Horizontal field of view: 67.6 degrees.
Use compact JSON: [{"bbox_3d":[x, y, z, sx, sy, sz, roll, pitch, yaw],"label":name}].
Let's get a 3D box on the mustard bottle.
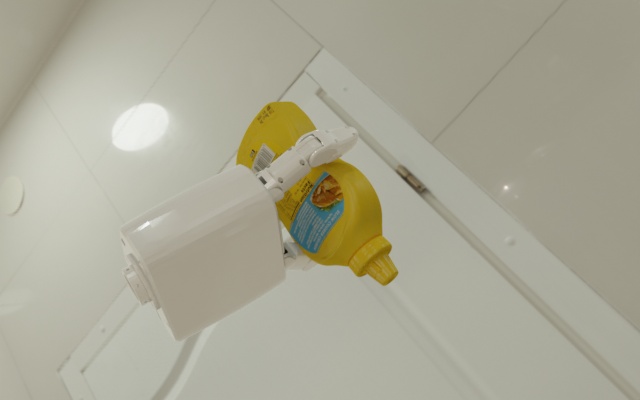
[{"bbox_3d":[0.000,0.001,0.438,0.058,0.096,0.191,-13,54,-48],"label":"mustard bottle"}]
